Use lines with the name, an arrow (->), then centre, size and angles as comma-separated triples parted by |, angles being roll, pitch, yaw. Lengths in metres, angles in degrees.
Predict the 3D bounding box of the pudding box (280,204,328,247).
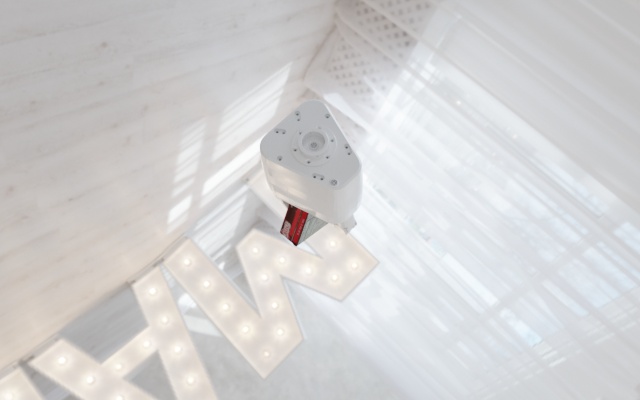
pudding box -> 0.000, 0.002, 0.665 | 0.039, 0.090, 0.113 | 43, 48, 19
